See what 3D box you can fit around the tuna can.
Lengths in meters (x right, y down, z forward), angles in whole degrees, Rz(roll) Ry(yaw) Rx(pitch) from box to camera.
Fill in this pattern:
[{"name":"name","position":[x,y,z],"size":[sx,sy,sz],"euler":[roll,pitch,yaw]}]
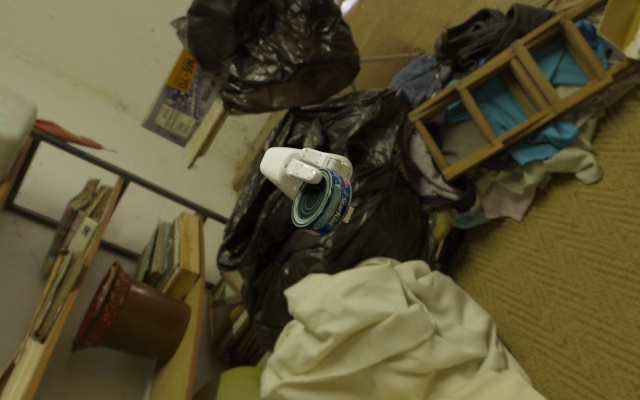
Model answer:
[{"name":"tuna can","position":[0.000,0.002,0.615],"size":[0.034,0.086,0.086],"euler":[27,-14,-29]}]
